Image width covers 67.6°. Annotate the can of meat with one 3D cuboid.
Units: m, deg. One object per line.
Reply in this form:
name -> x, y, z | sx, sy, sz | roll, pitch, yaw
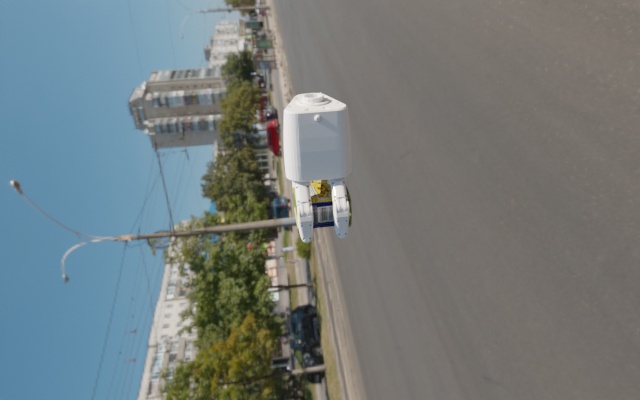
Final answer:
can of meat -> 0.000, 0.003, 0.770 | 0.084, 0.057, 0.102 | -5, 30, -6
